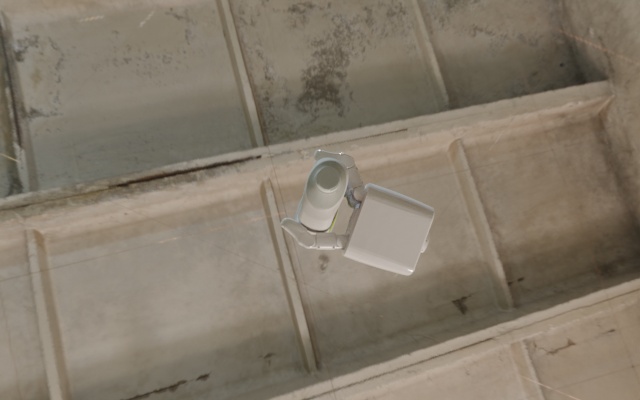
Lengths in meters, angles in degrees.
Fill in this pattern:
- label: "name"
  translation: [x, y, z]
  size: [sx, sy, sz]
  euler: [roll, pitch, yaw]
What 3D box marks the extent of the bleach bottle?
- label: "bleach bottle"
  translation: [0.000, 0.002, 0.701]
  size: [0.068, 0.102, 0.251]
  euler: [19, -10, 0]
